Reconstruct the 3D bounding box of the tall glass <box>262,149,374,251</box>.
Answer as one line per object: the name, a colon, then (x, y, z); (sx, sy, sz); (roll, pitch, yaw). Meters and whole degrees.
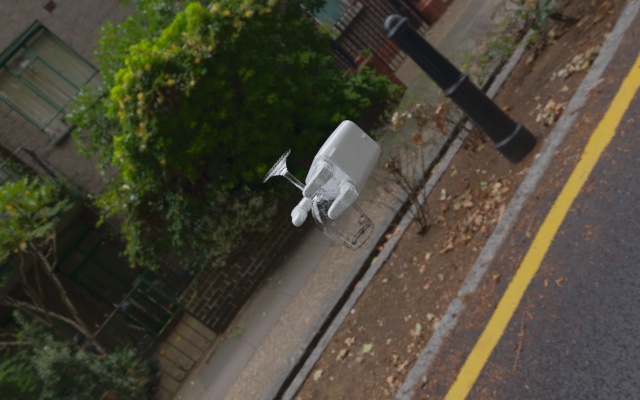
tall glass: (0.000, 0.002, 0.828); (0.201, 0.079, 0.079); (40, -9, -11)
